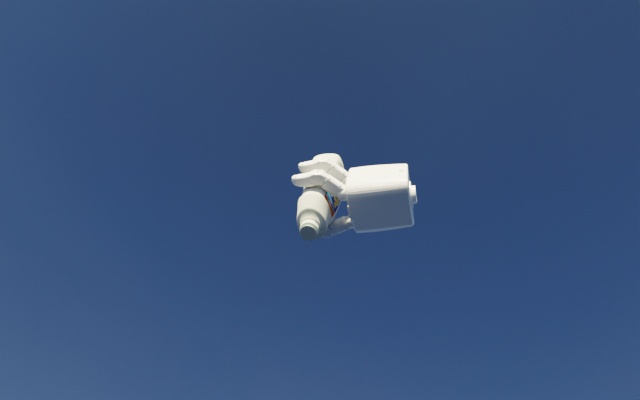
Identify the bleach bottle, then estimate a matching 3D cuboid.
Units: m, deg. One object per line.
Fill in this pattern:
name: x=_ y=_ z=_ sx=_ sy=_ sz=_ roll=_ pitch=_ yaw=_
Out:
bleach bottle: x=0.000 y=0.003 z=0.876 sx=0.068 sy=0.103 sz=0.250 roll=-5 pitch=26 yaw=12
